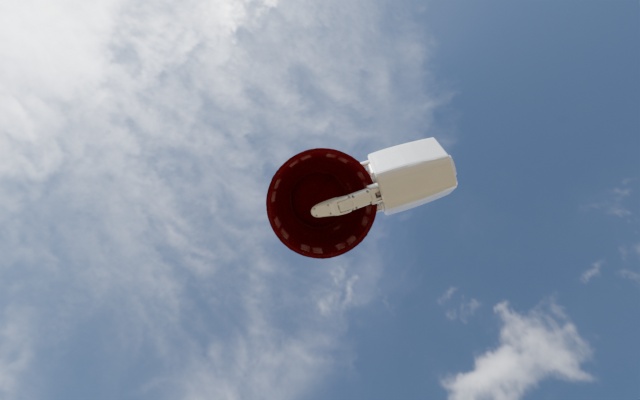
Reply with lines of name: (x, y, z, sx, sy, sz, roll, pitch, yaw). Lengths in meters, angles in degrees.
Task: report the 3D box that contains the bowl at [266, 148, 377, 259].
bowl: (-0.001, 0.002, 0.713, 0.162, 0.162, 0.055, 0, 7, -6)
